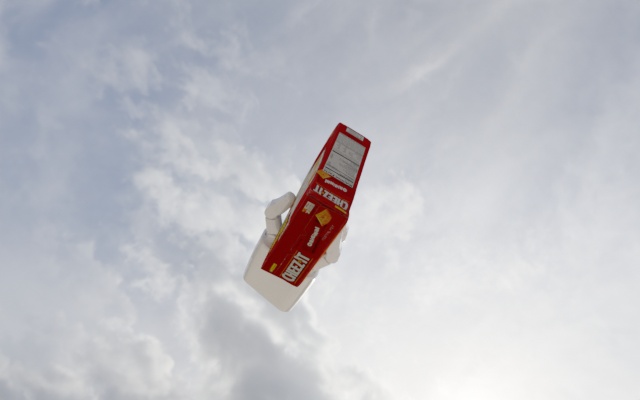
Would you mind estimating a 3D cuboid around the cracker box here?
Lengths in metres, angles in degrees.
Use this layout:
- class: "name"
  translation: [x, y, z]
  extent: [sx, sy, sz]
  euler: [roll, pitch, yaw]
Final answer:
- class: "cracker box"
  translation: [0.000, 0.002, 0.732]
  extent: [0.072, 0.164, 0.213]
  euler: [29, 37, -5]
